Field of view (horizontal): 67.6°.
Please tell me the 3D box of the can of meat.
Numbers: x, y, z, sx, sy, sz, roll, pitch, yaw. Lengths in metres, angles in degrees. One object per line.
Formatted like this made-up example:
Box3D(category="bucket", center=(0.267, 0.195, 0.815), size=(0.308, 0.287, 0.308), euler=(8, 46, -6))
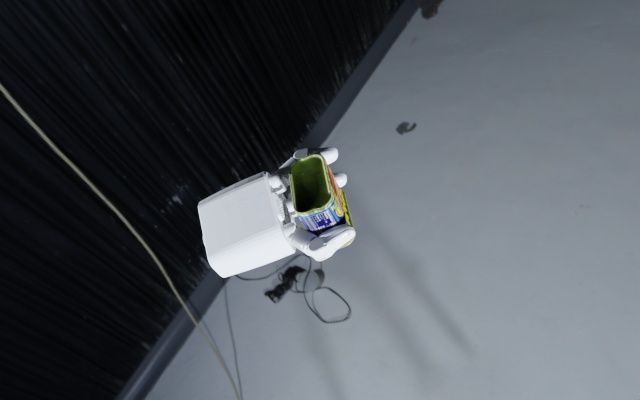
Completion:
Box3D(category="can of meat", center=(0.000, 0.002, 0.623), size=(0.057, 0.102, 0.084), euler=(-20, -43, 10))
